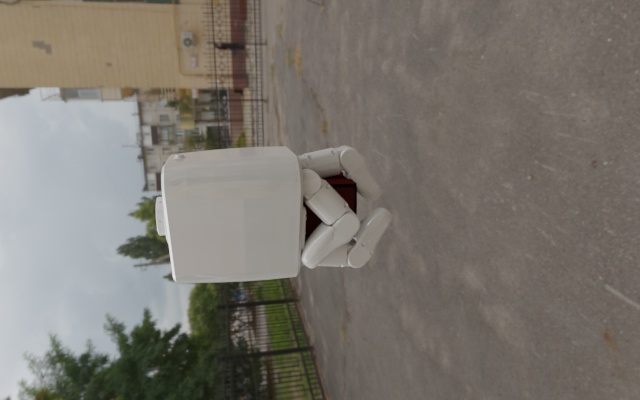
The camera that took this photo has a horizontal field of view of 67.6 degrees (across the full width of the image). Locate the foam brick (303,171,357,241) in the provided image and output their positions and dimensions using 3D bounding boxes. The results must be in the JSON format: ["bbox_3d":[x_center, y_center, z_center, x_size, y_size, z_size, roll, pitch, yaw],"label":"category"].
[{"bbox_3d":[0.000,0.002,0.457,0.051,0.053,0.078,-3,14,-11],"label":"foam brick"}]
